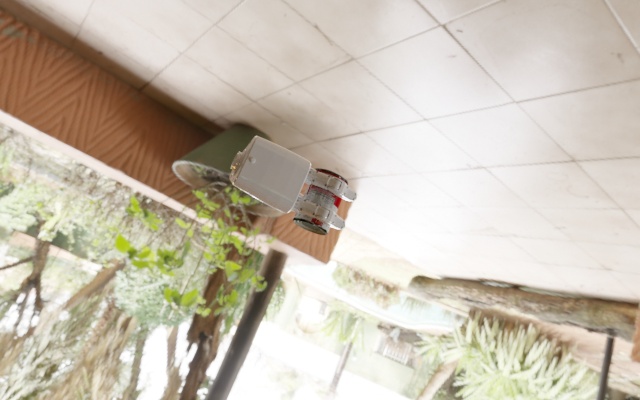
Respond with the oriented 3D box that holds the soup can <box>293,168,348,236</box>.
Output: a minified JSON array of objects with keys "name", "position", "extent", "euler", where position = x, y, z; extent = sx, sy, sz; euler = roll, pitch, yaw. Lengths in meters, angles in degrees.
[{"name":"soup can","position":[0.000,0.003,0.850],"extent":[0.068,0.102,0.068],"euler":[21,-15,6]}]
